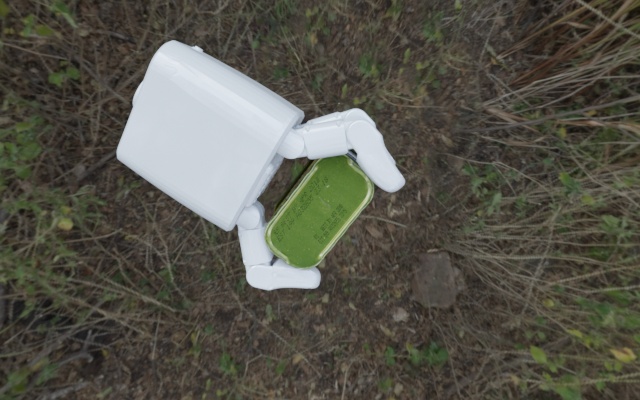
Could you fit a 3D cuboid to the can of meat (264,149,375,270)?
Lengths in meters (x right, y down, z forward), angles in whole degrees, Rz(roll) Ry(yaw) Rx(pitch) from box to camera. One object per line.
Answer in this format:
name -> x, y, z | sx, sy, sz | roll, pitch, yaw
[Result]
can of meat -> 0.000, 0.002, 0.403 | 0.057, 0.102, 0.084 | 37, 11, -5
